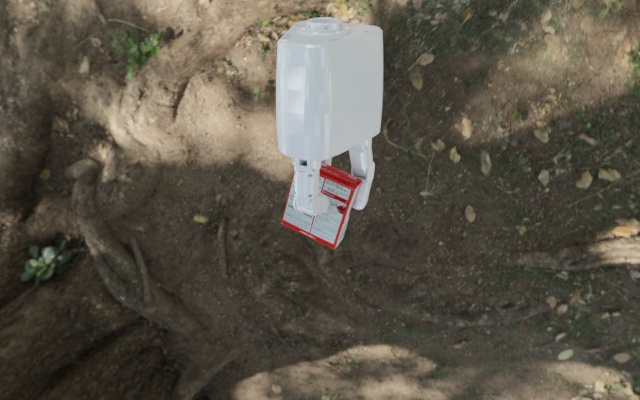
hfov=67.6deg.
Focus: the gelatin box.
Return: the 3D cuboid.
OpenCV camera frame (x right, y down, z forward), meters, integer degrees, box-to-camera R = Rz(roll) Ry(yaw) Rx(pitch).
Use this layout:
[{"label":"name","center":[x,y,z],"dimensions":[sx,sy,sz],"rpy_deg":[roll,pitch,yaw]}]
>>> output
[{"label":"gelatin box","center":[0.000,0.002,0.550],"dimensions":[0.073,0.089,0.030],"rpy_deg":[25,32,14]}]
